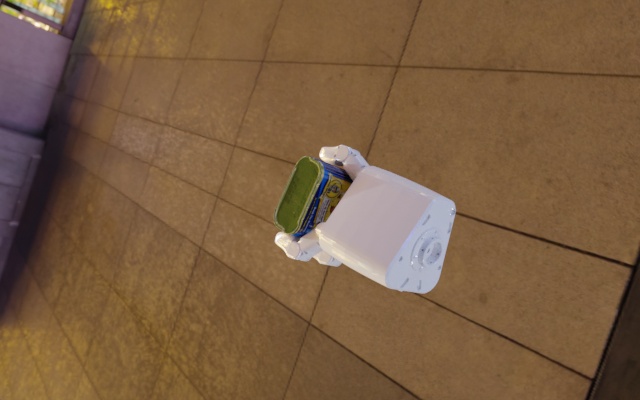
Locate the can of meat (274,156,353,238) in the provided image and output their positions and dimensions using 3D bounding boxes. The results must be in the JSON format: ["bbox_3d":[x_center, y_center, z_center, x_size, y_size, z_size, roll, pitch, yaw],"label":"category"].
[{"bbox_3d":[0.000,0.002,0.596,0.084,0.102,0.057,17,10,-43],"label":"can of meat"}]
